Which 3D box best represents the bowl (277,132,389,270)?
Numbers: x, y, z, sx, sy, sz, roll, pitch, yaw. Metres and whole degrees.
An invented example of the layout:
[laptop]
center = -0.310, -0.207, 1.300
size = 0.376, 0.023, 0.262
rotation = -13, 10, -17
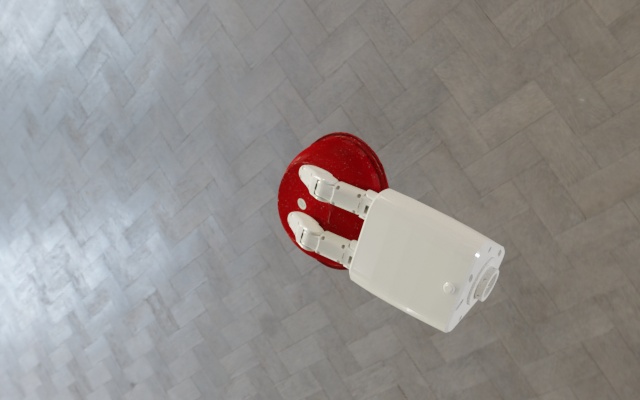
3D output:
[bowl]
center = -0.001, 0.002, 0.544
size = 0.055, 0.162, 0.162
rotation = -3, 2, -43
